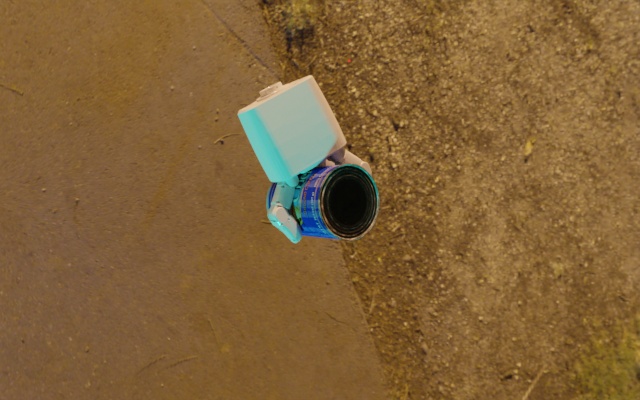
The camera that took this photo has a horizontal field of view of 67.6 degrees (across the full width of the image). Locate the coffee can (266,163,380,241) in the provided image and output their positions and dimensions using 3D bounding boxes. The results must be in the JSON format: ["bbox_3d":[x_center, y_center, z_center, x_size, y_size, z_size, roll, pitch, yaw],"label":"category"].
[{"bbox_3d":[0.000,0.002,0.685,0.103,0.103,0.140,0,0,-35],"label":"coffee can"}]
